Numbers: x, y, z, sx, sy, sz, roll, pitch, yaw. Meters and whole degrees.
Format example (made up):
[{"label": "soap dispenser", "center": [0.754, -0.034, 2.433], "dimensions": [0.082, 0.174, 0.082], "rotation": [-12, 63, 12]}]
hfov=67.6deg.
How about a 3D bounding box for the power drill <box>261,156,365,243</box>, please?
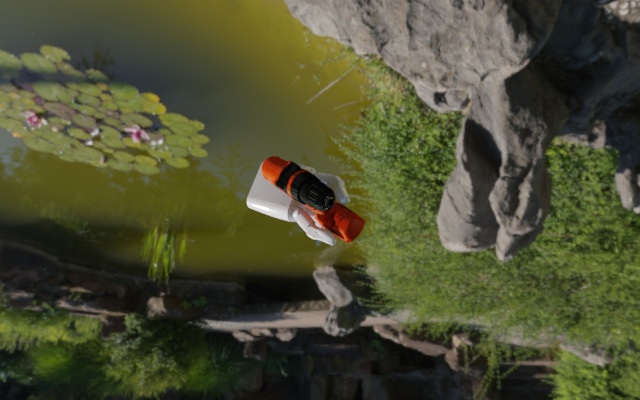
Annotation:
[{"label": "power drill", "center": [0.000, 0.003, 0.830], "dimensions": [0.184, 0.057, 0.188], "rotation": [34, -6, 47]}]
